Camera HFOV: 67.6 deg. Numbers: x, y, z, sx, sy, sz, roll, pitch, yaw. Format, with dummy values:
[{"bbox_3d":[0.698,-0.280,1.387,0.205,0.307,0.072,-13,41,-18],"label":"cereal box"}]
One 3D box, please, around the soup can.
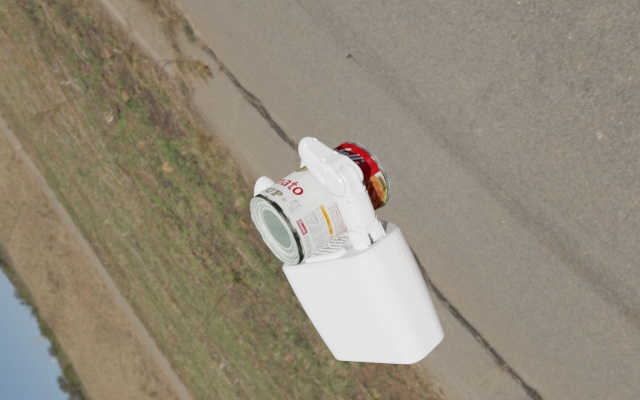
[{"bbox_3d":[0.000,0.001,0.408,0.102,0.068,0.068,-33,16,-27],"label":"soup can"}]
